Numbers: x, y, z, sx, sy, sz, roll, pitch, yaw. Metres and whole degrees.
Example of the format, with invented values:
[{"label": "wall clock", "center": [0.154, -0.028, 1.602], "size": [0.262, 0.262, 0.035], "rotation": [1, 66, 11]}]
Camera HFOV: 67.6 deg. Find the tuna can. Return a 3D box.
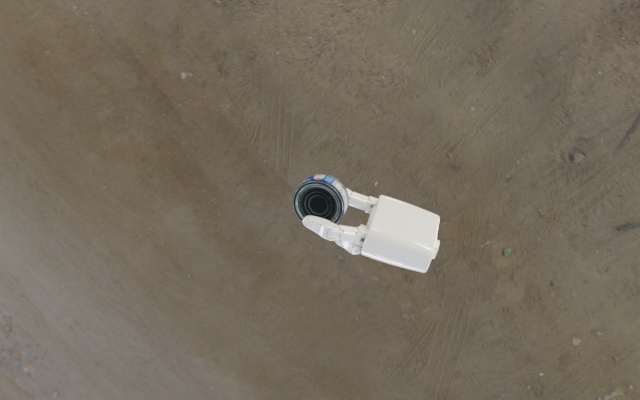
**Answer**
[{"label": "tuna can", "center": [0.000, 0.003, 0.761], "size": [0.086, 0.086, 0.033], "rotation": [0, 21, 18]}]
